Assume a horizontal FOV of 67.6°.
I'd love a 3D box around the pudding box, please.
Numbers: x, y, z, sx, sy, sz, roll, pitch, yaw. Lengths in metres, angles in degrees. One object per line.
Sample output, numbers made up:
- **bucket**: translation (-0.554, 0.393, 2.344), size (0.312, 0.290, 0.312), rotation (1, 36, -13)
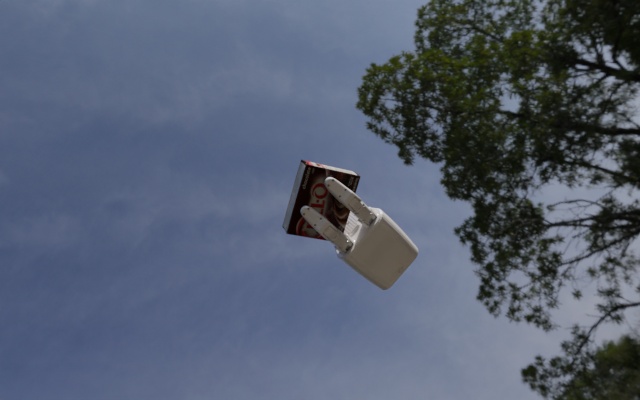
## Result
- **pudding box**: translation (0.000, 0.002, 0.726), size (0.090, 0.113, 0.039), rotation (11, 12, -22)
